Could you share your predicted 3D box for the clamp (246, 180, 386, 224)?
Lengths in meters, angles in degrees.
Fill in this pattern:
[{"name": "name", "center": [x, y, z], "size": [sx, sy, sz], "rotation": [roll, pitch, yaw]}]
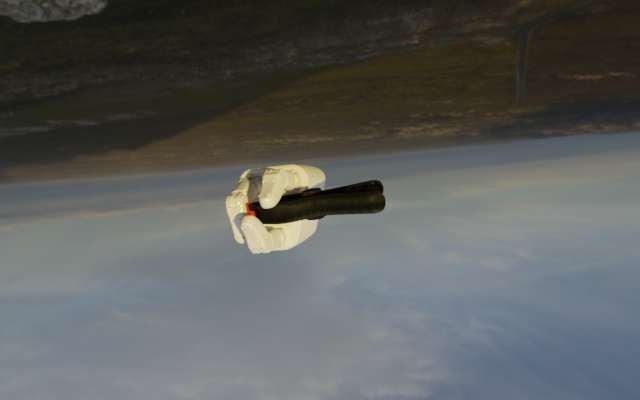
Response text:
[{"name": "clamp", "center": [0.000, 0.003, 0.576], "size": [0.171, 0.039, 0.120], "rotation": [-5, 3, 16]}]
